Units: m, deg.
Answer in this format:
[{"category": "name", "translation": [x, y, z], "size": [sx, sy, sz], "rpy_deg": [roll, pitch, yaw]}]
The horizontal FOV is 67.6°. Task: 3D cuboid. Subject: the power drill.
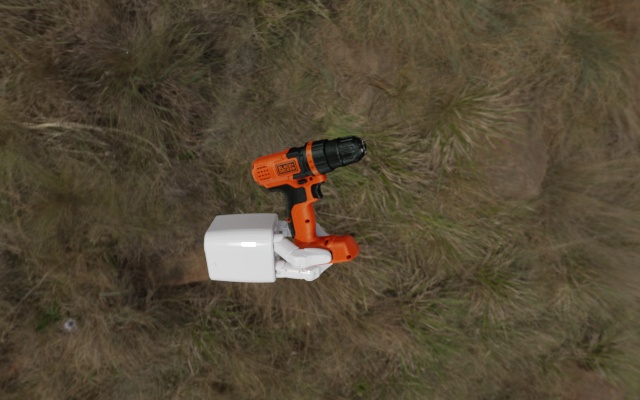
[{"category": "power drill", "translation": [0.000, 0.003, 0.733], "size": [0.184, 0.188, 0.057], "rpy_deg": [-11, 12, 24]}]
